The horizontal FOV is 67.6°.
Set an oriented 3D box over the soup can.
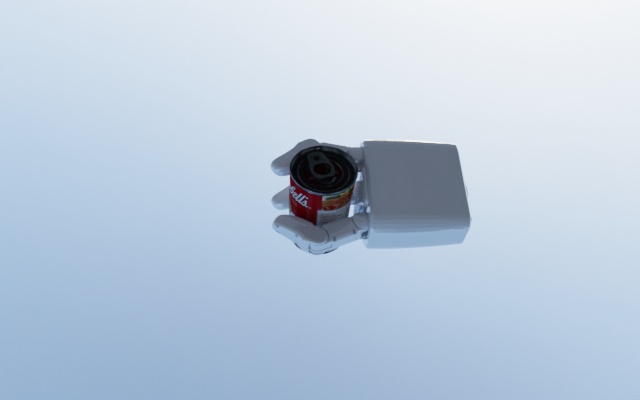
[{"bbox_3d":[0.000,0.002,0.508,0.068,0.068,0.102,0,-41,-5],"label":"soup can"}]
